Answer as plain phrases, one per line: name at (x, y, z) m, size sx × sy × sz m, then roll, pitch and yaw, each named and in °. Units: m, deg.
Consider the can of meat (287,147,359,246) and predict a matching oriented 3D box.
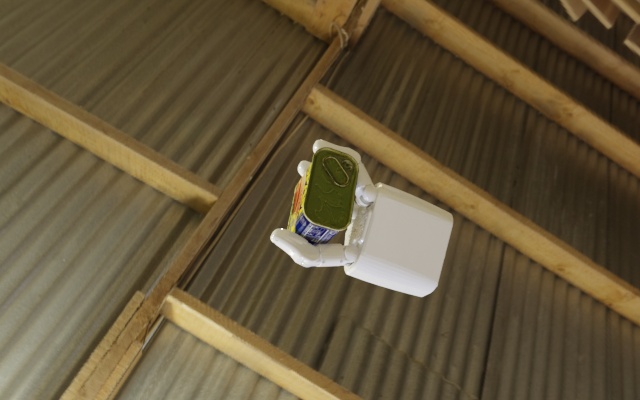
can of meat at (0.000, 0.002, 0.573) m, size 0.057 × 0.102 × 0.084 m, roll 17°, pitch -29°, yaw -12°
